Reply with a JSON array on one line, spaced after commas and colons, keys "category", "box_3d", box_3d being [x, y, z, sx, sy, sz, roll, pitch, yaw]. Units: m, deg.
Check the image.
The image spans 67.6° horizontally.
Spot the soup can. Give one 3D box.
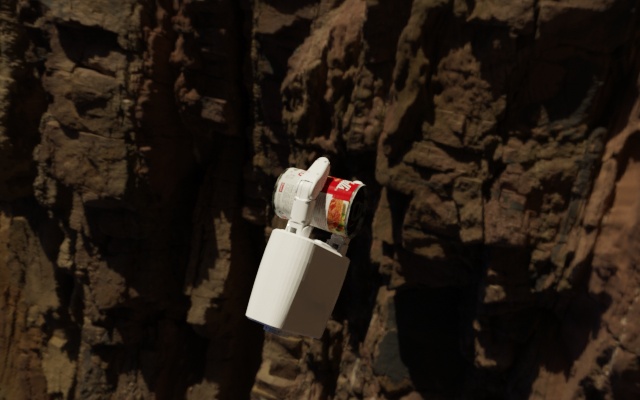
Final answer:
[{"category": "soup can", "box_3d": [0.000, 0.001, 0.594, 0.102, 0.068, 0.068, 15, 6, 22]}]
